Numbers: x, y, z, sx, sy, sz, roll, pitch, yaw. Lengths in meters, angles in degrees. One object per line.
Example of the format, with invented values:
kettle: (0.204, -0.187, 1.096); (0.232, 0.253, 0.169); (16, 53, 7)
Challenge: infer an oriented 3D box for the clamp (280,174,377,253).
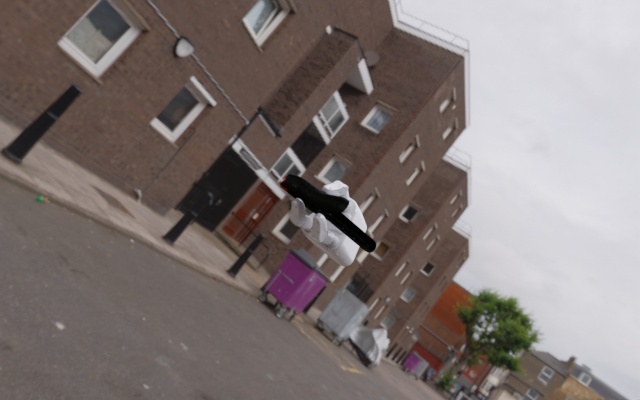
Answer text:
clamp: (0.000, 0.002, 0.836); (0.210, 0.036, 0.165); (34, -13, 30)
